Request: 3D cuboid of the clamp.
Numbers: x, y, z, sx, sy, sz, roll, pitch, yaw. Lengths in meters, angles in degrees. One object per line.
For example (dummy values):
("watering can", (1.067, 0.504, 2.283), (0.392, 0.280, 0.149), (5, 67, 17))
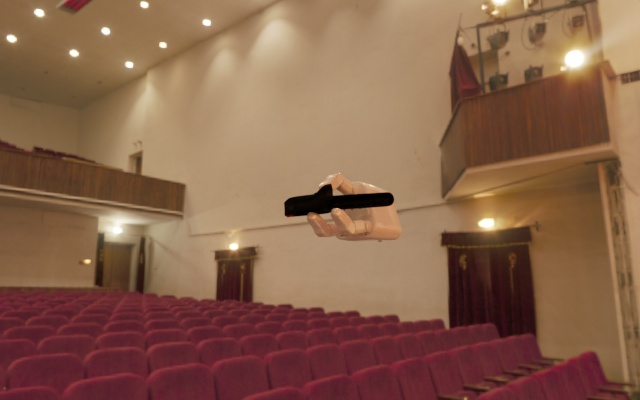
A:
("clamp", (0.000, 0.002, 0.841), (0.210, 0.036, 0.164), (-9, -12, 39))
